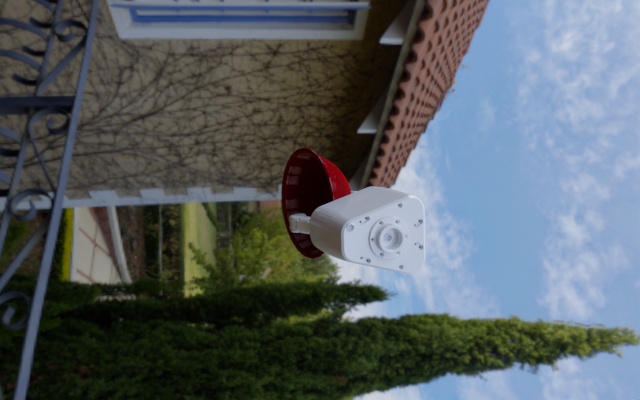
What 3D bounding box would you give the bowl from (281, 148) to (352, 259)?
[{"bbox_3d":[0.000,0.002,0.708,0.055,0.162,0.162,-6,3,-30],"label":"bowl"}]
